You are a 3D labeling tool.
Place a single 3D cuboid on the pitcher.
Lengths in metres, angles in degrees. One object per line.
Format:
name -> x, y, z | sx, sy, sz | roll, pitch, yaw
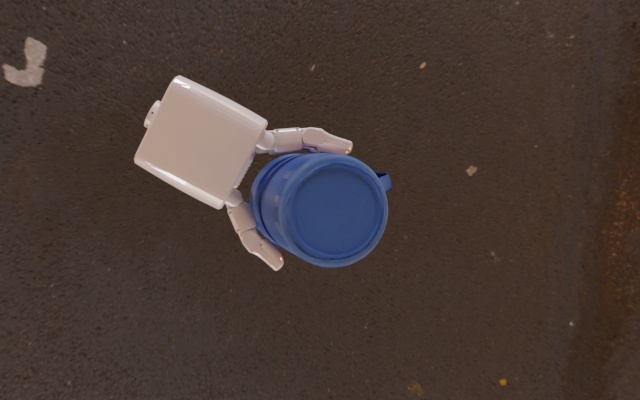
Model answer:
pitcher -> 0.000, 0.002, 0.559 | 0.145, 0.149, 0.243 | 29, -4, -12
